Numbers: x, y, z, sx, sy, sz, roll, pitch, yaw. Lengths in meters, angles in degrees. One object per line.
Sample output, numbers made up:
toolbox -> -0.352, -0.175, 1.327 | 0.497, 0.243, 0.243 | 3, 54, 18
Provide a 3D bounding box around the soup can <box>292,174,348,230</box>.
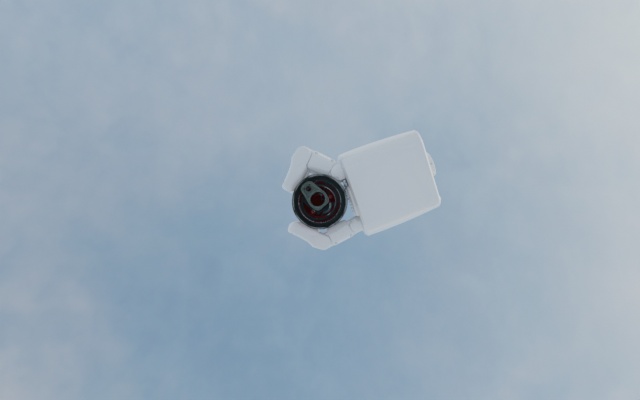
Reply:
soup can -> 0.000, 0.002, 0.626 | 0.068, 0.068, 0.102 | 0, -1, 1
